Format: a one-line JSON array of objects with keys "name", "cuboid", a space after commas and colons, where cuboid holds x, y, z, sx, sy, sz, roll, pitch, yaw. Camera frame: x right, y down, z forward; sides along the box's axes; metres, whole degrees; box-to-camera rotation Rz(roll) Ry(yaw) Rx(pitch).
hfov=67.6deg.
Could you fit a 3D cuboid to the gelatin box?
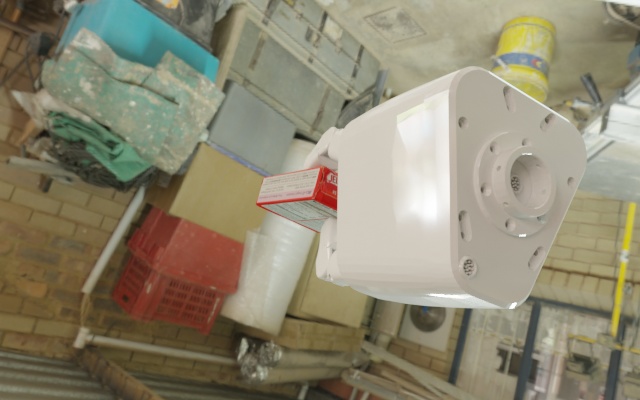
[{"name": "gelatin box", "cuboid": [0.000, 0.002, 0.402, 0.073, 0.030, 0.089, 26, -20, -33]}]
